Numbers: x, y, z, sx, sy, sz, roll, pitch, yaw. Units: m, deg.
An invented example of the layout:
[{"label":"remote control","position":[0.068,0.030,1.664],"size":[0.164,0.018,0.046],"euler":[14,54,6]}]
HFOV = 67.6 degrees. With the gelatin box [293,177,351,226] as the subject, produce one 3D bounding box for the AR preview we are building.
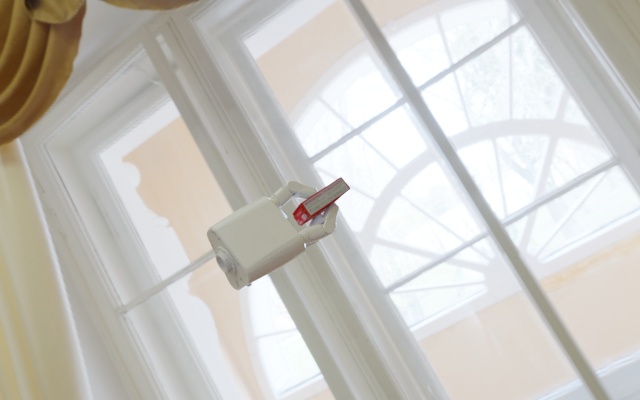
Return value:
[{"label":"gelatin box","position":[0.000,0.002,0.801],"size":[0.089,0.030,0.073],"euler":[-35,-3,-20]}]
